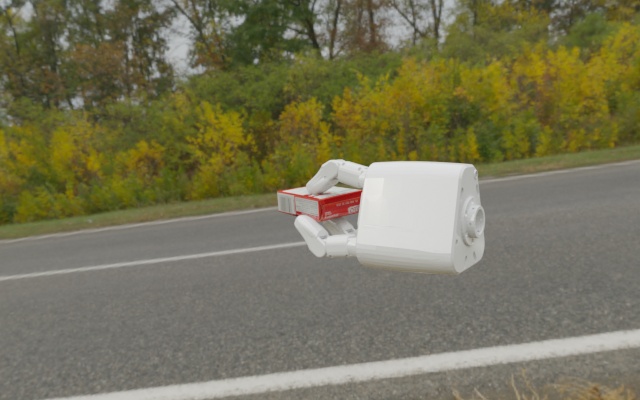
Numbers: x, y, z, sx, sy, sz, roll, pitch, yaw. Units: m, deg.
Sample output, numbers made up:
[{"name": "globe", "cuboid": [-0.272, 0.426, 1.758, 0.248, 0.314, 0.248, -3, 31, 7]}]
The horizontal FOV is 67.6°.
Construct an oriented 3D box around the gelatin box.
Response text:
[{"name": "gelatin box", "cuboid": [0.000, 0.001, 0.603, 0.073, 0.030, 0.089, -11, 15, -39]}]
